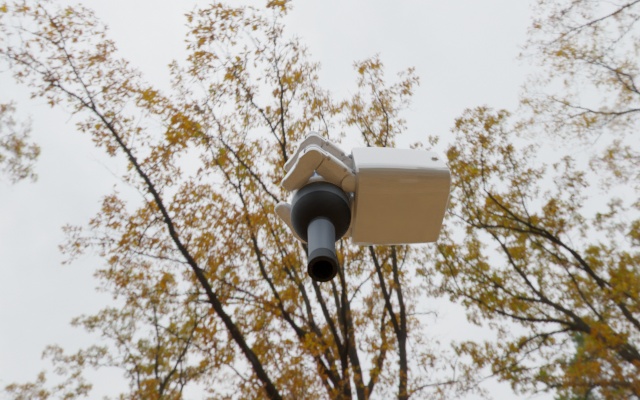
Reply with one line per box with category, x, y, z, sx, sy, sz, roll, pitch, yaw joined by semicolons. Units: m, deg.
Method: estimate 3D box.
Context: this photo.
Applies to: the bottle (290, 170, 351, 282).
bottle;0.000;0.002;0.552;0.069;0.069;0.295;0;24;-1
